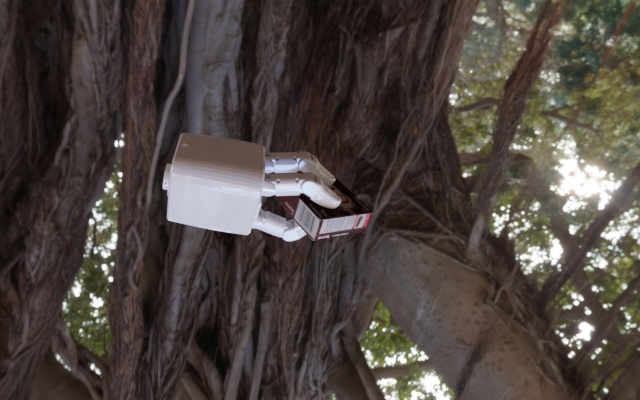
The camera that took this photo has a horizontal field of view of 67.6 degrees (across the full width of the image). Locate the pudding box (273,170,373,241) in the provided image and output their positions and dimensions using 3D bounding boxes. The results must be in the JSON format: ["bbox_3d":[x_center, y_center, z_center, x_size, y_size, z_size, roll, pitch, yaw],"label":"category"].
[{"bbox_3d":[0.000,0.002,0.636,0.090,0.039,0.113,-7,40,-37],"label":"pudding box"}]
